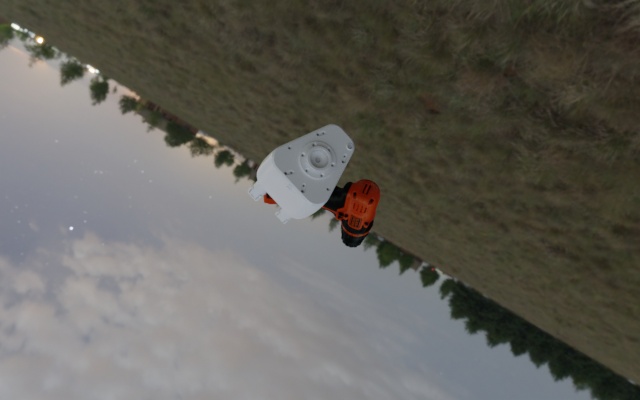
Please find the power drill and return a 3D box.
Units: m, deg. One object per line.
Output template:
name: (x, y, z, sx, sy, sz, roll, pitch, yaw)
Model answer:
power drill: (0.000, 0.002, 0.788, 0.187, 0.057, 0.184, 20, -31, 6)
